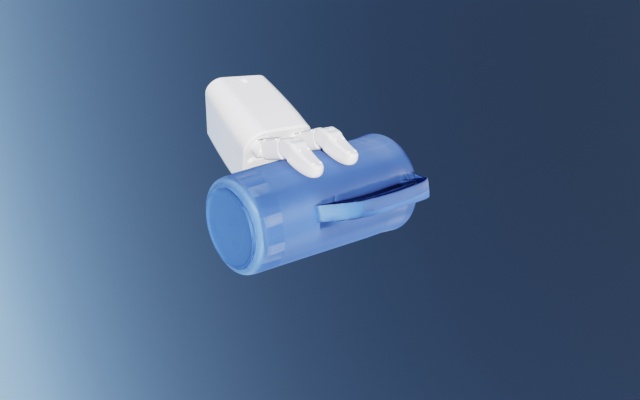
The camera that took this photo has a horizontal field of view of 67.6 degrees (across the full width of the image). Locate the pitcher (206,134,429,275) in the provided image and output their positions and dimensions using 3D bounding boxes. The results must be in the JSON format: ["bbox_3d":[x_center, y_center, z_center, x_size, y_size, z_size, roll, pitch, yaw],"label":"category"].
[{"bbox_3d":[0.000,0.002,0.564,0.243,0.145,0.149,-18,-30,-40],"label":"pitcher"}]
